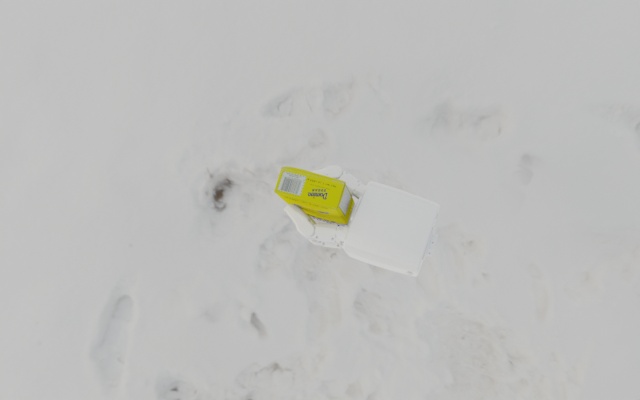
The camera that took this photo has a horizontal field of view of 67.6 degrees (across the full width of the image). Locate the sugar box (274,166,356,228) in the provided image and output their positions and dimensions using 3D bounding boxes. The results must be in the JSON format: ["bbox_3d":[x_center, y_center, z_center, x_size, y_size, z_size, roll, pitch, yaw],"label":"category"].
[{"bbox_3d":[0.000,0.003,0.714,0.093,0.048,0.176,16,-12,14],"label":"sugar box"}]
